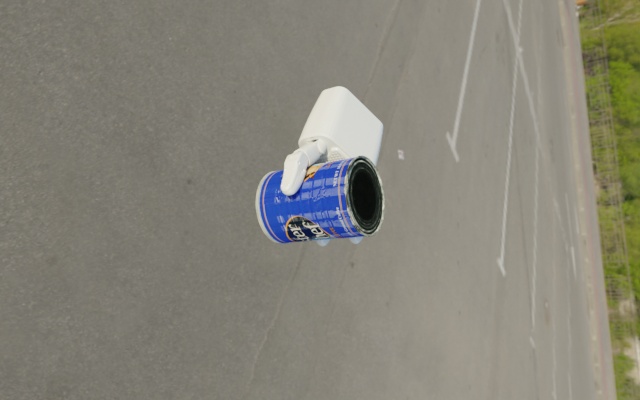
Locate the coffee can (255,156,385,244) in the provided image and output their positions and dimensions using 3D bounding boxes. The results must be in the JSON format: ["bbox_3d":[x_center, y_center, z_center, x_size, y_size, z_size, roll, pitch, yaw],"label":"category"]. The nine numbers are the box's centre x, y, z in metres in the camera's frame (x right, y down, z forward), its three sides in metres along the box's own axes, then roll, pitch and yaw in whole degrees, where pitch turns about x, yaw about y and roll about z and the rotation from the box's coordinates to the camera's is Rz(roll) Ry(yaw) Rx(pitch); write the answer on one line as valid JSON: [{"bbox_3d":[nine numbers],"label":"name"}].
[{"bbox_3d":[0.000,0.002,0.632,0.140,0.103,0.103,-7,-4,33],"label":"coffee can"}]
